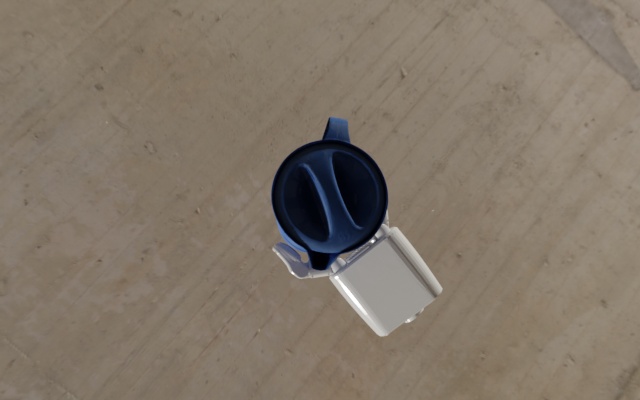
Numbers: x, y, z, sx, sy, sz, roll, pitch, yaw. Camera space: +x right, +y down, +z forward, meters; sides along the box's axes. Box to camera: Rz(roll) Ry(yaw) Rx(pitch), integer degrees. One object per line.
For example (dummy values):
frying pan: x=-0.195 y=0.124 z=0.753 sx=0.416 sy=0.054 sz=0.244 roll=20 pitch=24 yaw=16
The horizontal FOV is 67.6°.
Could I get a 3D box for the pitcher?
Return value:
pitcher: x=0.000 y=0.002 z=0.650 sx=0.149 sy=0.145 sz=0.243 roll=-38 pitch=-2 yaw=-11
